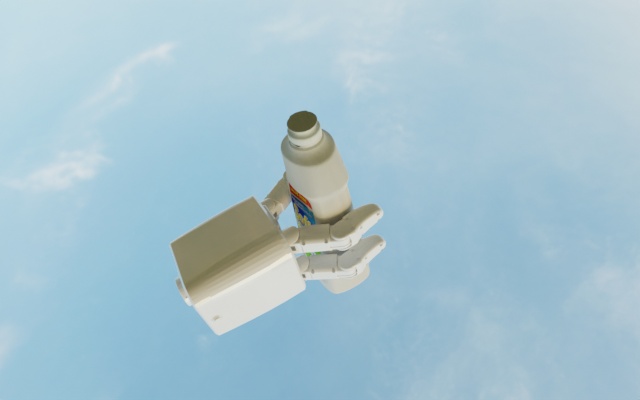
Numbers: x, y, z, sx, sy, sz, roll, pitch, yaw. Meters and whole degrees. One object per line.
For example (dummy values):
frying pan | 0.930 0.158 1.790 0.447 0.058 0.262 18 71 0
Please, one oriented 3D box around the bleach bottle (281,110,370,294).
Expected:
bleach bottle | 0.000 0.002 0.524 0.068 0.102 0.251 -28 -38 -11
